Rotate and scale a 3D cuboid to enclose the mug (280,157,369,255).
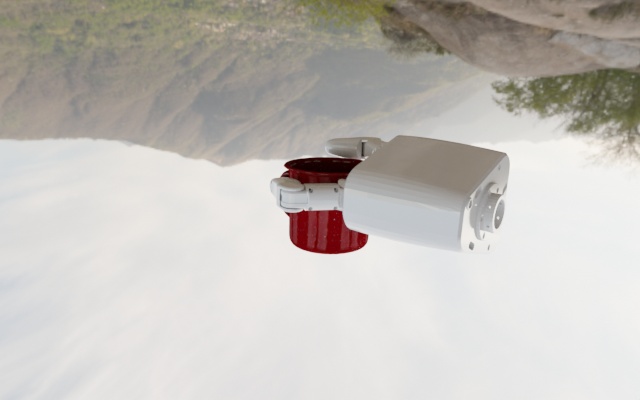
[{"bbox_3d":[-0.001,0.002,0.487,0.117,0.081,0.093,13,18,37],"label":"mug"}]
